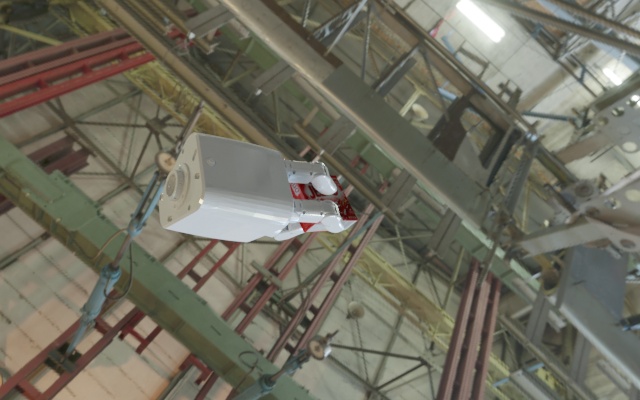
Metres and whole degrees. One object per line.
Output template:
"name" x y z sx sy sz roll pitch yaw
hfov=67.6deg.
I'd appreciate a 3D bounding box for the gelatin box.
"gelatin box" 0.000 0.002 0.621 0.030 0.073 0.089 -40 -25 32
